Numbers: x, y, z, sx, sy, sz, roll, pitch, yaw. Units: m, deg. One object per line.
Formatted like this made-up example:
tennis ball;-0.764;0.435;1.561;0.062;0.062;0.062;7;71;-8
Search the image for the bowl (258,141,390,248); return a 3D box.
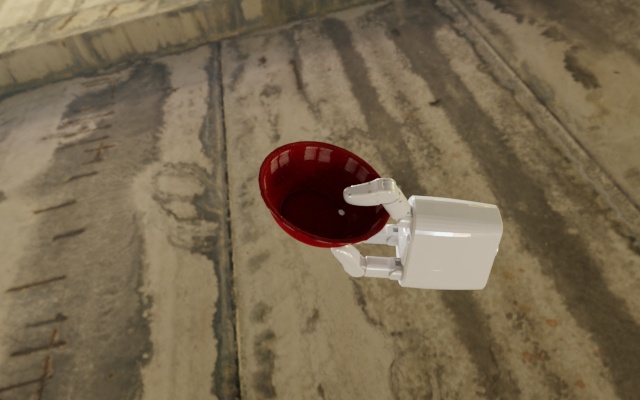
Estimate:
bowl;-0.001;0.002;0.576;0.162;0.162;0.055;0;-41;-21
